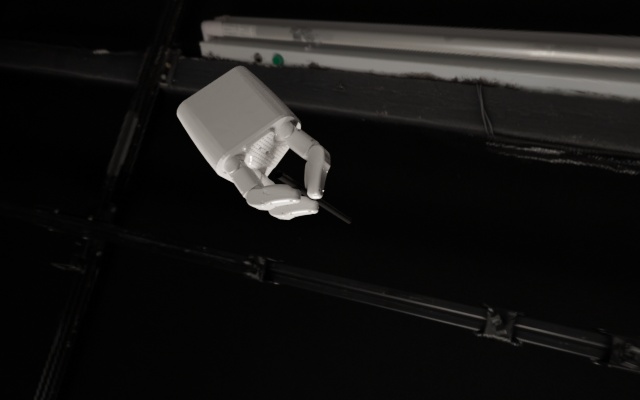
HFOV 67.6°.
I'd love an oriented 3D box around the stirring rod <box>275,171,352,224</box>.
[{"bbox_3d":[0.000,0.002,0.581,0.011,0.011,0.239,0,-13,21],"label":"stirring rod"}]
